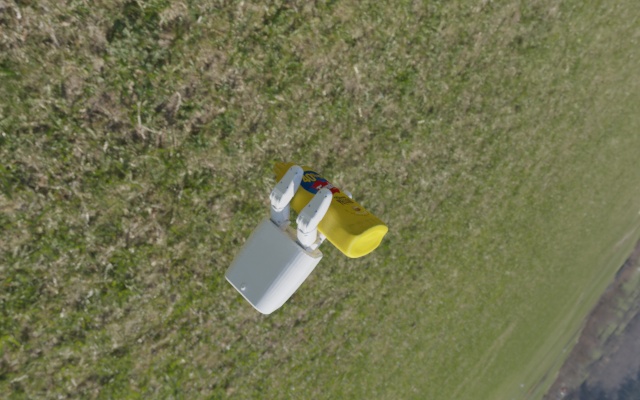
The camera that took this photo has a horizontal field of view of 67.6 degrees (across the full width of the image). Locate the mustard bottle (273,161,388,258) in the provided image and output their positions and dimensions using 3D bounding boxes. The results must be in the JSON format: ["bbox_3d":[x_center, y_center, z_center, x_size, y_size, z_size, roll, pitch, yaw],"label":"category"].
[{"bbox_3d":[0.000,0.002,0.686,0.191,0.058,0.096,39,25,26],"label":"mustard bottle"}]
